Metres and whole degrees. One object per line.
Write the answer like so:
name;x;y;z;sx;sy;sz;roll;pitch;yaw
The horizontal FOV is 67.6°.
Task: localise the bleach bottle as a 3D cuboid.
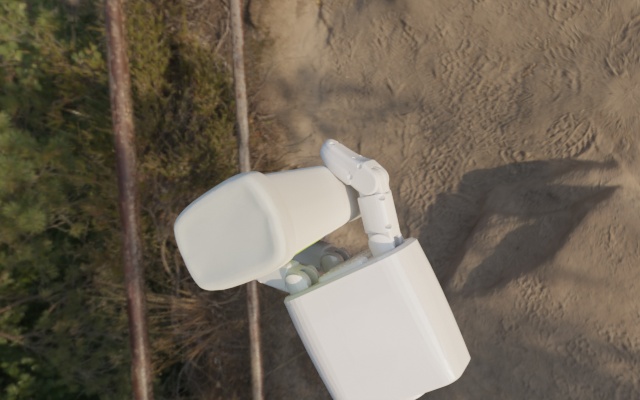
bleach bottle;0.000;0.001;0.420;0.102;0.068;0.251;-26;-3;34
